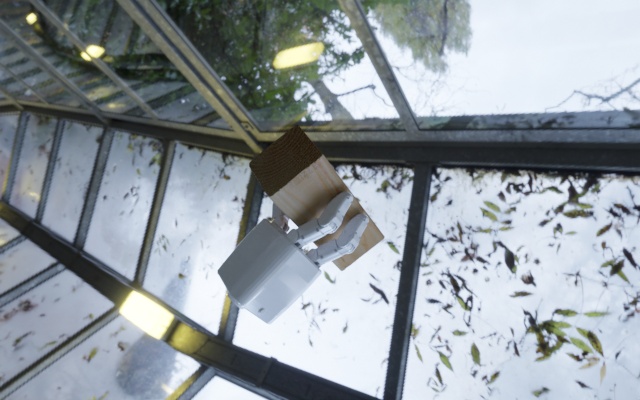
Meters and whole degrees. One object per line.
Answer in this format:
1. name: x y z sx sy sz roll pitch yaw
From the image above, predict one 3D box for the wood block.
1. wood block: 0.000 0.002 0.695 0.206 0.090 0.090 50 2 -44
